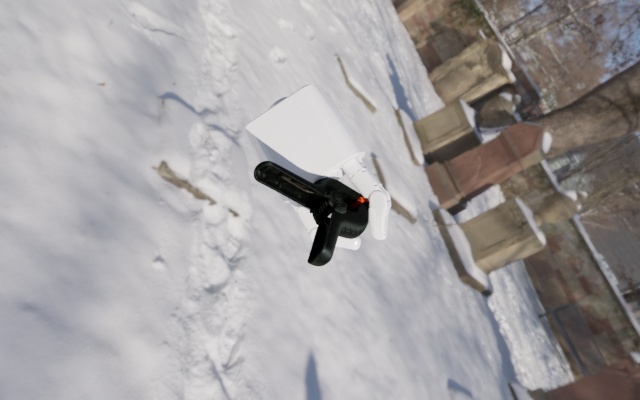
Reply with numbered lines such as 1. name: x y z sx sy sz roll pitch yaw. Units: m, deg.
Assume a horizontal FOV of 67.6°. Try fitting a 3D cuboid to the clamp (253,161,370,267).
1. clamp: 0.001 0.001 0.521 0.039 0.120 0.171 -35 -7 24
